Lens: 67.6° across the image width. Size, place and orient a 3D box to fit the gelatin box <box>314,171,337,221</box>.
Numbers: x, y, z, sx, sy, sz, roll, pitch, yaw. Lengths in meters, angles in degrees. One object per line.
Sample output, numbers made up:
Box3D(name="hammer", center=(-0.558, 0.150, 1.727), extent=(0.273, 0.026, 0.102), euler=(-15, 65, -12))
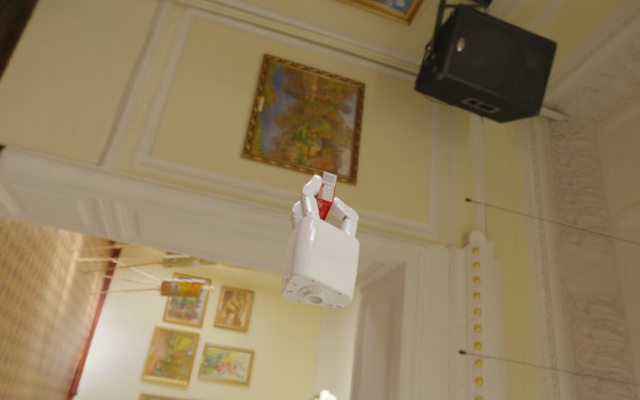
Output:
Box3D(name="gelatin box", center=(0.001, 0.003, 0.842), extent=(0.030, 0.073, 0.089), euler=(20, 36, -6))
